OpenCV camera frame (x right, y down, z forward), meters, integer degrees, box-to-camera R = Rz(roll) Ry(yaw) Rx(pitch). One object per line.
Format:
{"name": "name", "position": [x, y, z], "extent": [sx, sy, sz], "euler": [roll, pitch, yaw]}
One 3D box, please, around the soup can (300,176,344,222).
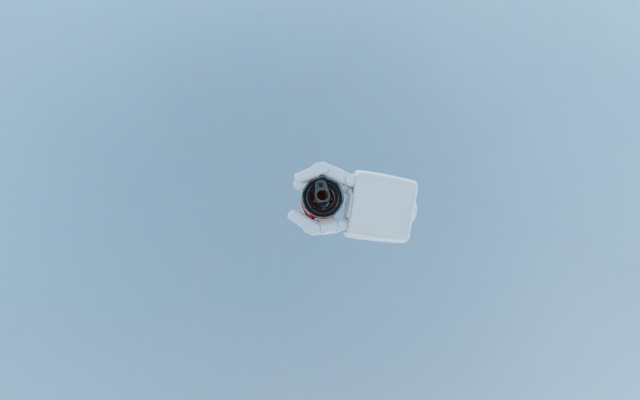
{"name": "soup can", "position": [0.000, 0.003, 0.815], "extent": [0.068, 0.068, 0.102], "euler": [0, -10, -5]}
